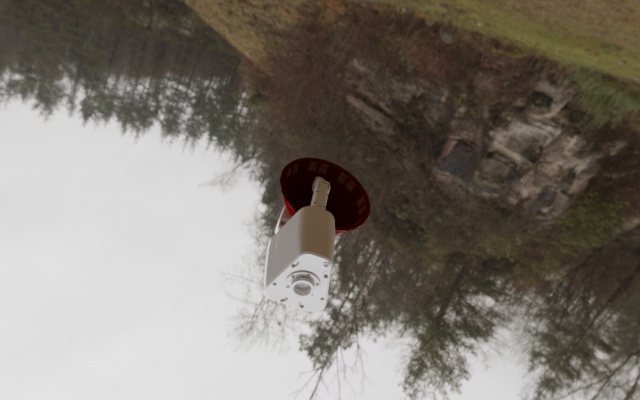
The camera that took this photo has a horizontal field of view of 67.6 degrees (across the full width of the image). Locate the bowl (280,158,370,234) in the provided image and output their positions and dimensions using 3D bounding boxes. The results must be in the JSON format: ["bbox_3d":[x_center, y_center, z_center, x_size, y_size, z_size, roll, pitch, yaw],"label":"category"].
[{"bbox_3d":[0.000,0.002,0.807,0.162,0.162,0.055,0,-40,-29],"label":"bowl"}]
